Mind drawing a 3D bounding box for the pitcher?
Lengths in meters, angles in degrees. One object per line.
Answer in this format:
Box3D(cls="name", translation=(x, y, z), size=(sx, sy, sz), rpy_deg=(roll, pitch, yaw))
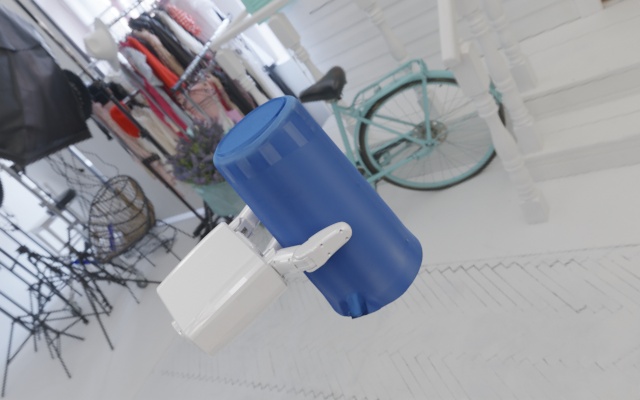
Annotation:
Box3D(cls="pitcher", translation=(0.000, 0.002, 0.539), size=(0.145, 0.243, 0.149), rpy_deg=(-45, 26, -11))
